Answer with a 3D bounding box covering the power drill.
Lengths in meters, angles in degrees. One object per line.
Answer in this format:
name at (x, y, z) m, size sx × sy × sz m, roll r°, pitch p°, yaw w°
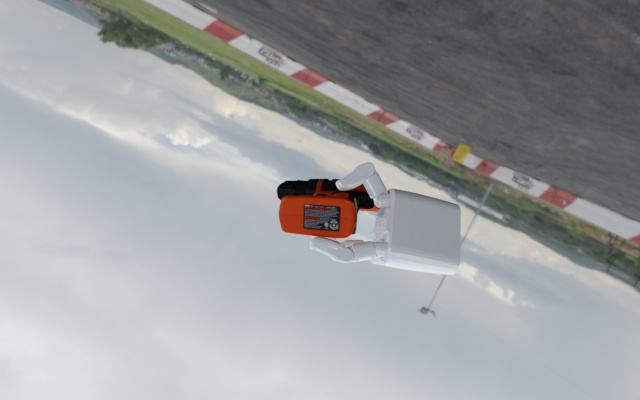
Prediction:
power drill at (0.000, 0.003, 0.726) m, size 0.184 × 0.057 × 0.187 m, roll 2°, pitch 13°, yaw 13°
